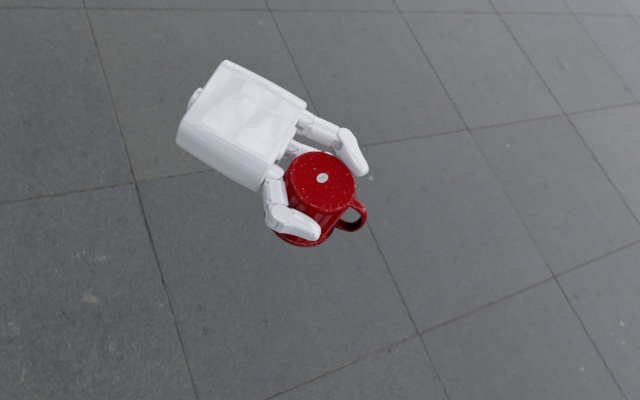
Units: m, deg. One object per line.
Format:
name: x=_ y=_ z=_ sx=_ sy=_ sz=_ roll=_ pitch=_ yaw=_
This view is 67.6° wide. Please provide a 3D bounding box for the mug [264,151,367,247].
mug: x=0.001 y=0.002 z=0.557 sx=0.117 sy=0.093 sz=0.081 roll=28 pitch=-36 yaw=-7
